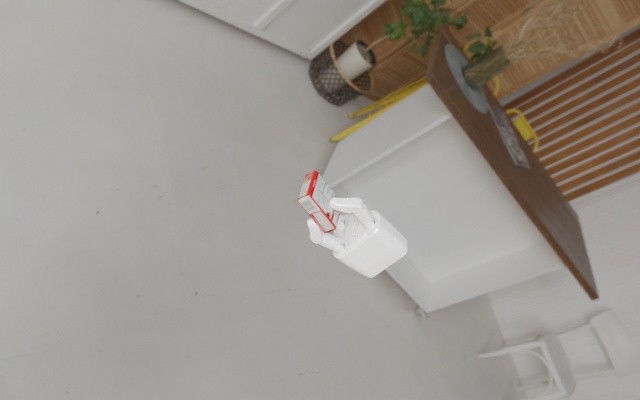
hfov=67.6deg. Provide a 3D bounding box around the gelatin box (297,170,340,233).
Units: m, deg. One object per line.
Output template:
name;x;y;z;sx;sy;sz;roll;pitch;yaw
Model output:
gelatin box;0.000;0.002;0.853;0.030;0.089;0.073;-22;31;29
